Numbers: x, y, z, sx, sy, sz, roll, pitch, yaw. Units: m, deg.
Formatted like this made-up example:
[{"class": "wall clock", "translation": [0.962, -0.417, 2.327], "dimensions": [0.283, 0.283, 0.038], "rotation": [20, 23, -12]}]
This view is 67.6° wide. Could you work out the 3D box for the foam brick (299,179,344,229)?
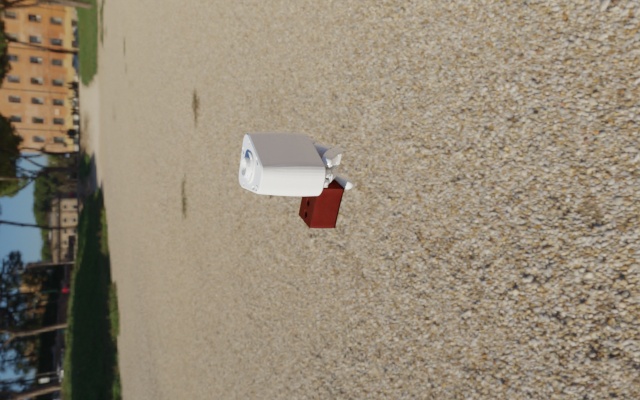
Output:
[{"class": "foam brick", "translation": [0.000, 0.003, 0.818], "dimensions": [0.051, 0.078, 0.053], "rotation": [-1, 27, -28]}]
